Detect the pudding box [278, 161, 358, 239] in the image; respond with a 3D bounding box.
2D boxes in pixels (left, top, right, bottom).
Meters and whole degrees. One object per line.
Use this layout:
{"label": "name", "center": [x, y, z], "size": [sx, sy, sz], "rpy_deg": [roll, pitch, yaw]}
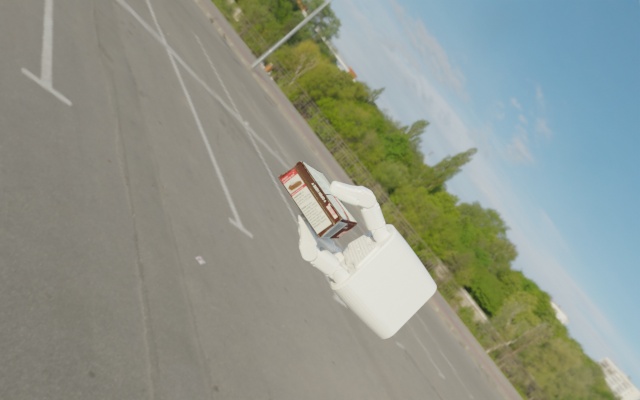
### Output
{"label": "pudding box", "center": [0.000, 0.002, 0.602], "size": [0.039, 0.090, 0.113], "rpy_deg": [-37, -12, 7]}
